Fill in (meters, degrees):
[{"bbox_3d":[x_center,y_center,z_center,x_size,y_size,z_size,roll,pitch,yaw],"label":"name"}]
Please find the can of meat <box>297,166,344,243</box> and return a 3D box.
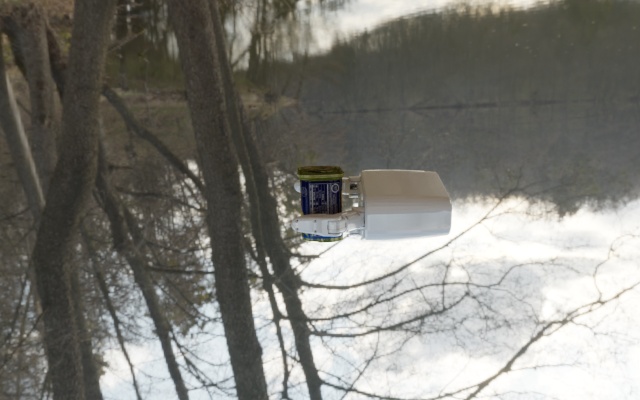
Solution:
[{"bbox_3d":[0.000,0.002,0.615,0.057,0.084,0.102,-2,10,-2],"label":"can of meat"}]
